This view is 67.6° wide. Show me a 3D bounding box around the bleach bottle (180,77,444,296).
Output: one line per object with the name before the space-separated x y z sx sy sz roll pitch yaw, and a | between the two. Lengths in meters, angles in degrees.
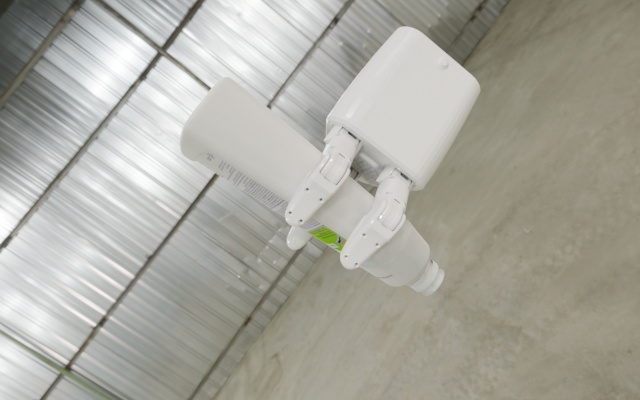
bleach bottle | 0.000 0.001 0.418 0.251 0.068 0.102 37 -13 -9
